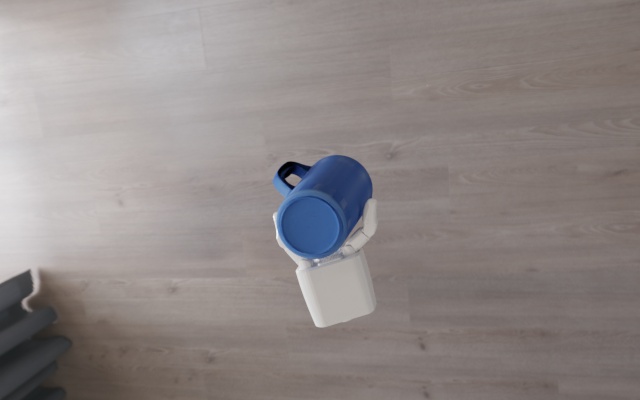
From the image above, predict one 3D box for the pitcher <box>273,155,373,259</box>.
[{"bbox_3d":[0.000,0.003,0.800,0.149,0.145,0.242,-13,11,15],"label":"pitcher"}]
